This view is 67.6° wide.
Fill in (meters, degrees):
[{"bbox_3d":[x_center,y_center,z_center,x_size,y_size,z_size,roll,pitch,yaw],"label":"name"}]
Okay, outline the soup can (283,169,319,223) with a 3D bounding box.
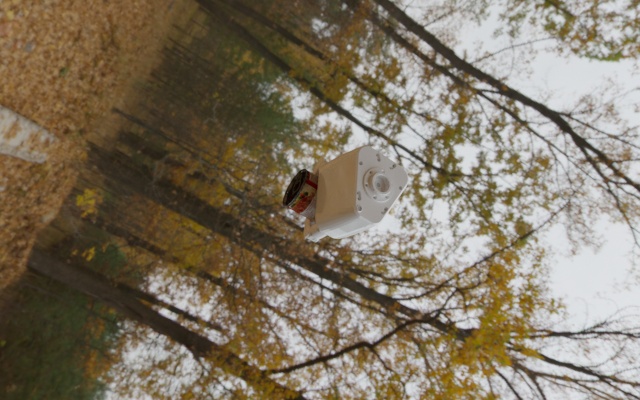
[{"bbox_3d":[0.000,0.003,0.766,0.102,0.068,0.068,30,-11,-20],"label":"soup can"}]
